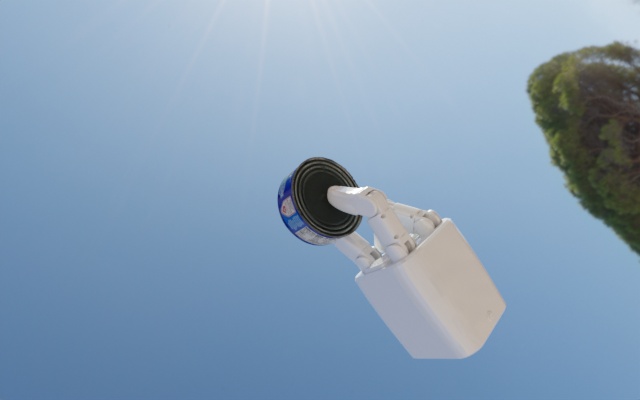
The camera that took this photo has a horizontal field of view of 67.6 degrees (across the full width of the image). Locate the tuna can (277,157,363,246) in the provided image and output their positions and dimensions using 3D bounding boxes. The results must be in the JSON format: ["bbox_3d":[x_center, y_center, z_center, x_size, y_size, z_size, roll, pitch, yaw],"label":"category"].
[{"bbox_3d":[0.000,0.002,0.483,0.086,0.086,0.034,0,-21,-36],"label":"tuna can"}]
